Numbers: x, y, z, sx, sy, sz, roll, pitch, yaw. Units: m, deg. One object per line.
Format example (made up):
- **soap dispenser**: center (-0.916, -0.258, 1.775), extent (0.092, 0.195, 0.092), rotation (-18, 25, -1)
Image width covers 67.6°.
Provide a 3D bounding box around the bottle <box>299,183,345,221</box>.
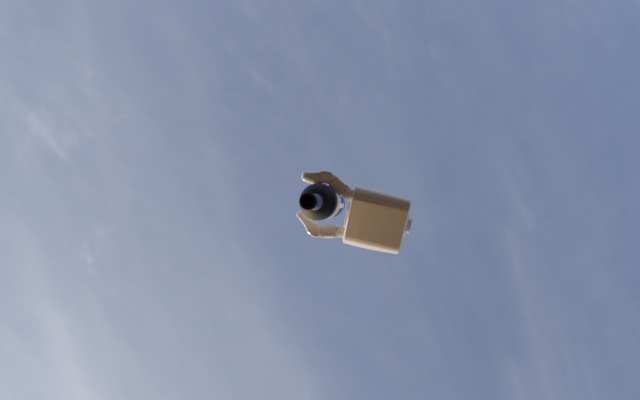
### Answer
- **bottle**: center (0.000, 0.003, 0.882), extent (0.069, 0.069, 0.296), rotation (0, -1, 8)
